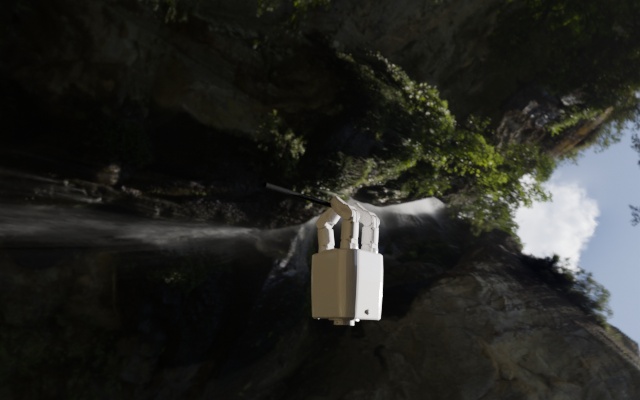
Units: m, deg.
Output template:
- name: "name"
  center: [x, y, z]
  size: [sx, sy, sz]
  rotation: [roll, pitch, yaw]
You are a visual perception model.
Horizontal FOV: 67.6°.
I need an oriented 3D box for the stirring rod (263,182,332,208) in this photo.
- name: "stirring rod"
  center: [0.000, 0.003, 0.771]
  size: [0.011, 0.011, 0.239]
  rotation: [0, -12, 43]
